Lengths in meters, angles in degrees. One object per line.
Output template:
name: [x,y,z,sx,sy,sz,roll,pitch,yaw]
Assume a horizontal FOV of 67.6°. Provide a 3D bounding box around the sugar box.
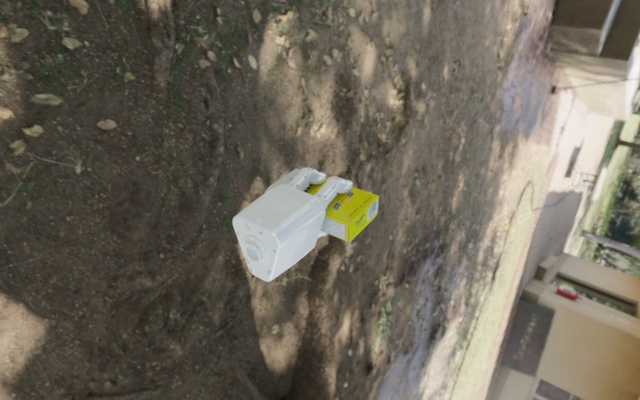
sugar box: [0.000,0.002,0.806,0.176,0.048,0.093,22,41,29]
